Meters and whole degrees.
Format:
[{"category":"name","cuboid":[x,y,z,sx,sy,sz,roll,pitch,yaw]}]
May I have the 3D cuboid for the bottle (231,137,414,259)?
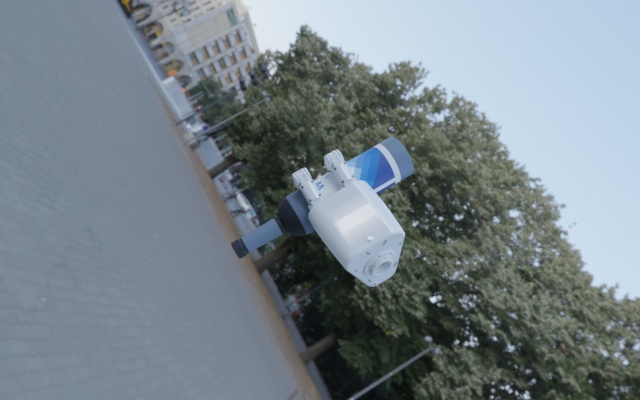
[{"category":"bottle","cuboid":[0.000,0.002,0.727,0.295,0.069,0.069,-30,4,-7]}]
